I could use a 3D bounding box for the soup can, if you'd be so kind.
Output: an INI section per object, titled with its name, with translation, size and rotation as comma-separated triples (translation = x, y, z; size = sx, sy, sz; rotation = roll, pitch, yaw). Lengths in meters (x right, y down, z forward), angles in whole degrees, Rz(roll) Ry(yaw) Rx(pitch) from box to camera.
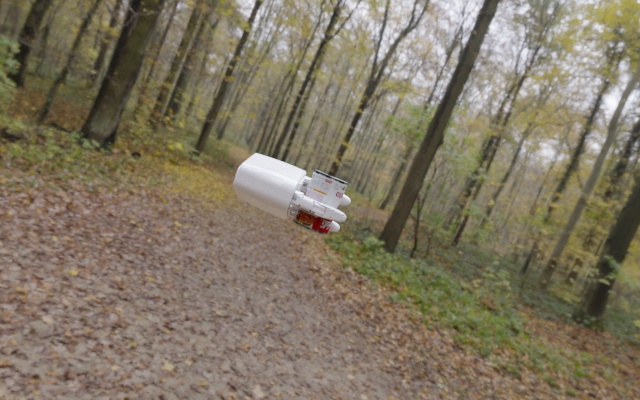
[soup can]
translation = 0.001, 0.003, 0.868
size = 0.068, 0.102, 0.068
rotation = 22, 4, -2
